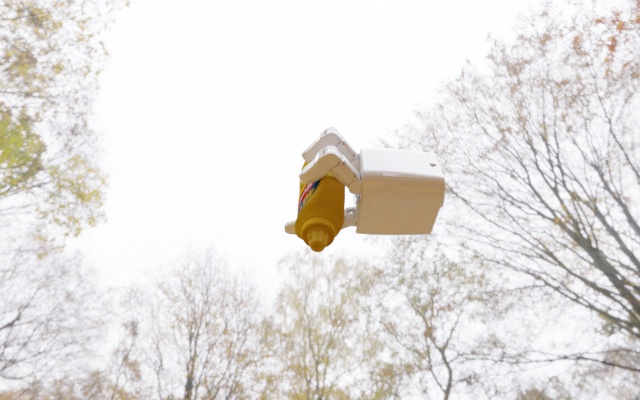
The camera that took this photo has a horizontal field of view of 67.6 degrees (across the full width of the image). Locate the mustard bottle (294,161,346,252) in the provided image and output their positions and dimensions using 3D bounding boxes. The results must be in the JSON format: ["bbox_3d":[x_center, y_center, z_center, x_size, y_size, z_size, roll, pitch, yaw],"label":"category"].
[{"bbox_3d":[0.000,0.002,0.633,0.058,0.096,0.191,23,31,-13],"label":"mustard bottle"}]
